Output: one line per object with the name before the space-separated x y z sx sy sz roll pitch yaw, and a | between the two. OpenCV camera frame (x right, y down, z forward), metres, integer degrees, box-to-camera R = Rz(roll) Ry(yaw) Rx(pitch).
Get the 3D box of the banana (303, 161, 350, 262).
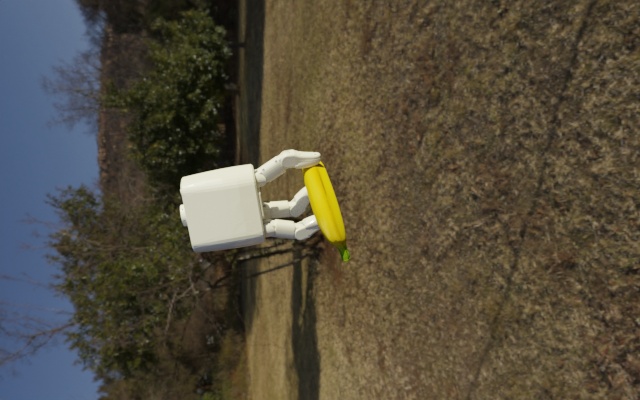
banana | 0.000 -0.006 0.700 0.037 0.197 0.070 -13 -37 -6
